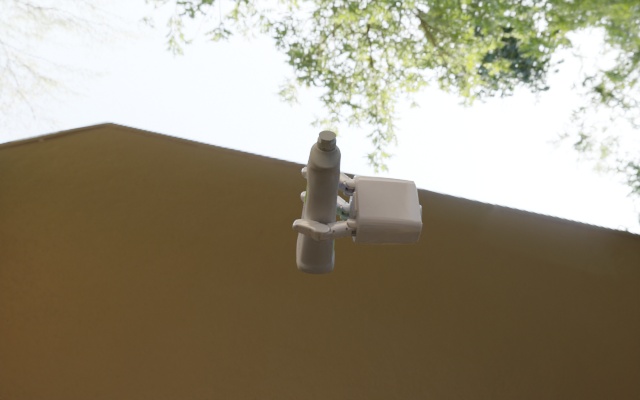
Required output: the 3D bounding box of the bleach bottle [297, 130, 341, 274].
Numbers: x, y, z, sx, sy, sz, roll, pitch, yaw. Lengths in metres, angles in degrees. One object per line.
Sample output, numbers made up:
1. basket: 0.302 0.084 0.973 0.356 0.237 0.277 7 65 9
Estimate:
1. bleach bottle: 0.000 0.003 0.793 0.068 0.251 0.102 2 40 -5
